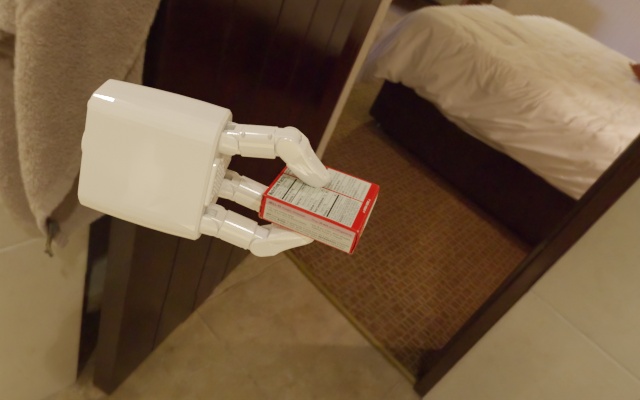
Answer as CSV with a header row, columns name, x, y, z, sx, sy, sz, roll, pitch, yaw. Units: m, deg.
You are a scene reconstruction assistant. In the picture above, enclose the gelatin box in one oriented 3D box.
name,x,y,z,sx,sy,sz,roll,pitch,yaw
gelatin box,0.000,0.001,0.425,0.089,0.030,0.073,20,38,8
